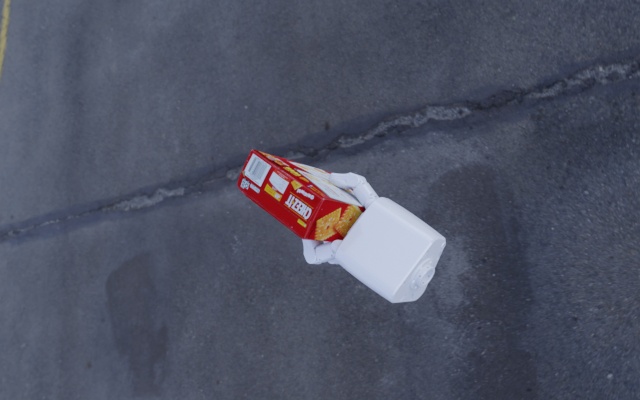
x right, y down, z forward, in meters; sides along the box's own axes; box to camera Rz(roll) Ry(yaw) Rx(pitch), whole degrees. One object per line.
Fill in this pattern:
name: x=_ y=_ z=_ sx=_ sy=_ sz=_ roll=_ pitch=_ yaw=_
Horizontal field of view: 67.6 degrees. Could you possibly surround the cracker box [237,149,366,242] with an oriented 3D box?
cracker box: x=0.000 y=0.002 z=0.748 sx=0.164 sy=0.072 sz=0.214 roll=34 pitch=13 yaw=35
